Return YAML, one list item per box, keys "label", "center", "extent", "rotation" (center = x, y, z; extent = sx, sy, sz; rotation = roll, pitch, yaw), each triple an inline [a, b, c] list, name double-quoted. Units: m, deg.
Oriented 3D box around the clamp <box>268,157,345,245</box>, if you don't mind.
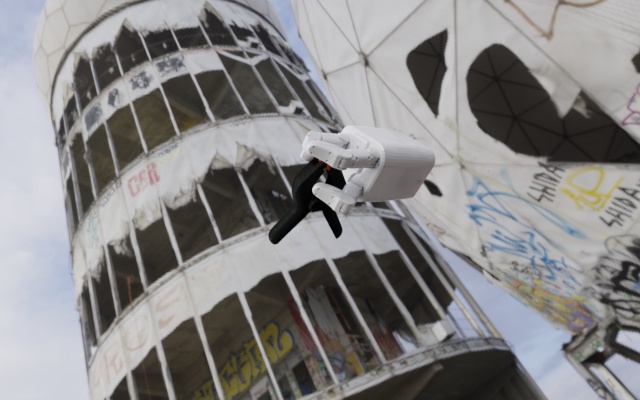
- label: "clamp"
  center: [0.000, 0.002, 0.708]
  extent: [0.120, 0.172, 0.039]
  rotation: [-1, 44, -32]
